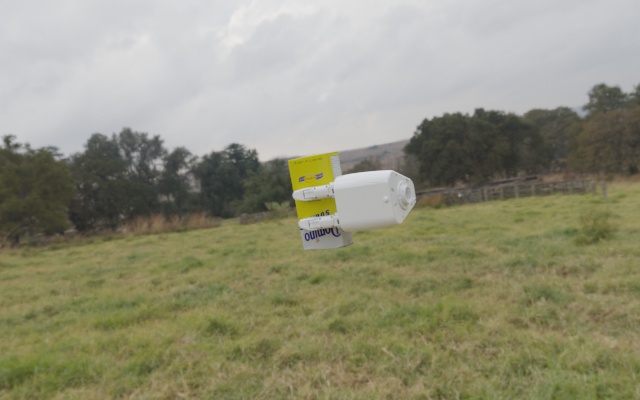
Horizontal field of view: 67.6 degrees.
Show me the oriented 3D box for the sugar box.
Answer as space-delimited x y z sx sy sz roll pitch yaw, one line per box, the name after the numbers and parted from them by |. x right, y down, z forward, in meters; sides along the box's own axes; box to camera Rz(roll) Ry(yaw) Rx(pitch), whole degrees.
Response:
0.000 0.003 0.898 0.093 0.176 0.048 -8 3 32 | sugar box
